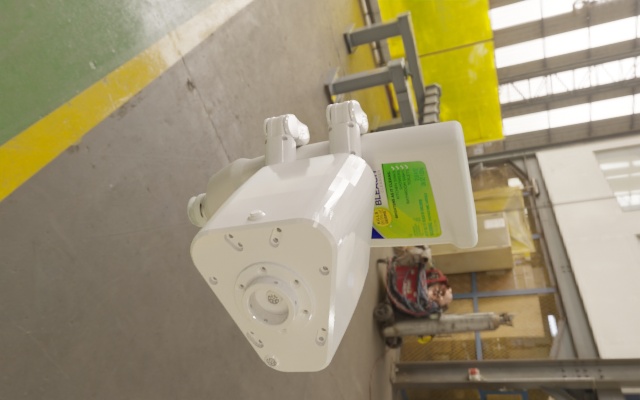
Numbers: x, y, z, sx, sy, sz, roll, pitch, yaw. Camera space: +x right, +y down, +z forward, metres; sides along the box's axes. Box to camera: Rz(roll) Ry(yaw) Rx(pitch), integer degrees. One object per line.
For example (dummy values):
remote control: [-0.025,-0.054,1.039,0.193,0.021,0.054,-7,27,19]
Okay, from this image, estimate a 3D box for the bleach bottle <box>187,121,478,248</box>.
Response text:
bleach bottle: [0.000,0.001,0.417,0.251,0.103,0.068,-8,21,20]
